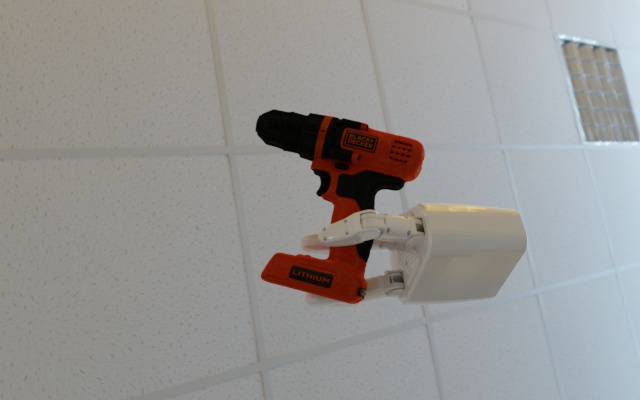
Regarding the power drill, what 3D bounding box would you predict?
[{"bbox_3d":[0.000,0.002,0.497,0.184,0.187,0.057,14,-10,11],"label":"power drill"}]
